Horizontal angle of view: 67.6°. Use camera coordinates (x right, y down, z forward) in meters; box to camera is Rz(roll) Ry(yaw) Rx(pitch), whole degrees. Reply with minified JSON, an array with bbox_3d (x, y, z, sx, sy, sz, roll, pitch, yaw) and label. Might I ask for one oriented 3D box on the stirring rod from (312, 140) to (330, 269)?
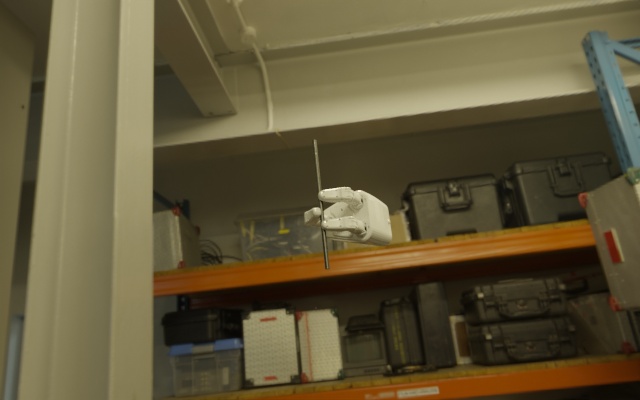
[{"bbox_3d":[0.000,0.003,0.851,0.011,0.239,0.011,-5,-17,-2],"label":"stirring rod"}]
